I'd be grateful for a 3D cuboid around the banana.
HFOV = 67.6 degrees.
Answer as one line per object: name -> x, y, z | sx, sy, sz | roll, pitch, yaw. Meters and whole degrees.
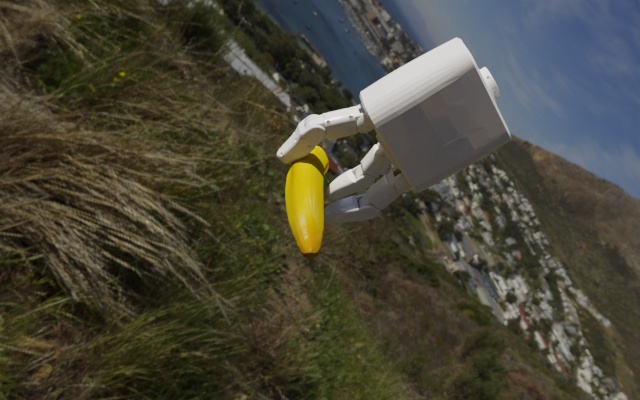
banana -> -0.009, -0.015, 0.497 | 0.037, 0.070, 0.197 | -25, 18, 16
